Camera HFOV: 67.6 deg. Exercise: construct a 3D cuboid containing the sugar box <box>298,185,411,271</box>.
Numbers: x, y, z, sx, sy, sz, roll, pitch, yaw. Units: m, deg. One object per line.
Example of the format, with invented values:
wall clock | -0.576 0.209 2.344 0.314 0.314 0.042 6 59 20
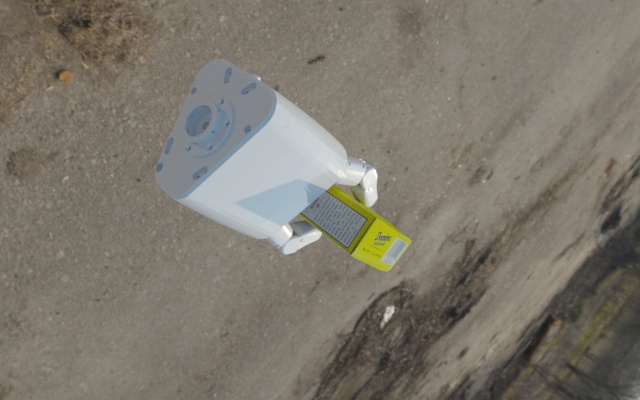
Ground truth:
sugar box | 0.000 0.001 0.487 0.176 0.048 0.093 38 4 34
